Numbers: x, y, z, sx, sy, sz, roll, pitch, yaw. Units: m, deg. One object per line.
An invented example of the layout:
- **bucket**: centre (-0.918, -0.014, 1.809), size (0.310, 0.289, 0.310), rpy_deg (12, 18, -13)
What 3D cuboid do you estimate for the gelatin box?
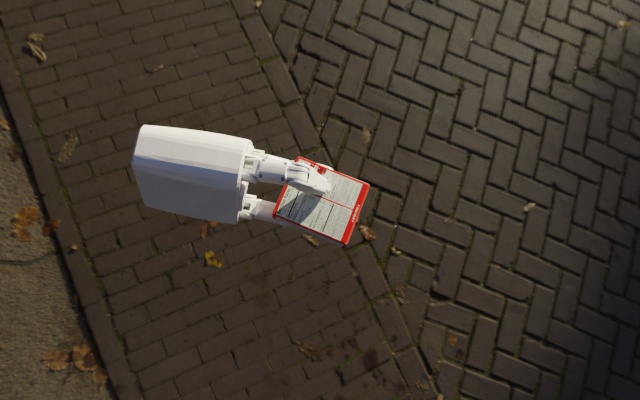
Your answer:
- **gelatin box**: centre (0.000, 0.002, 0.531), size (0.089, 0.073, 0.030), rpy_deg (22, -13, 1)
